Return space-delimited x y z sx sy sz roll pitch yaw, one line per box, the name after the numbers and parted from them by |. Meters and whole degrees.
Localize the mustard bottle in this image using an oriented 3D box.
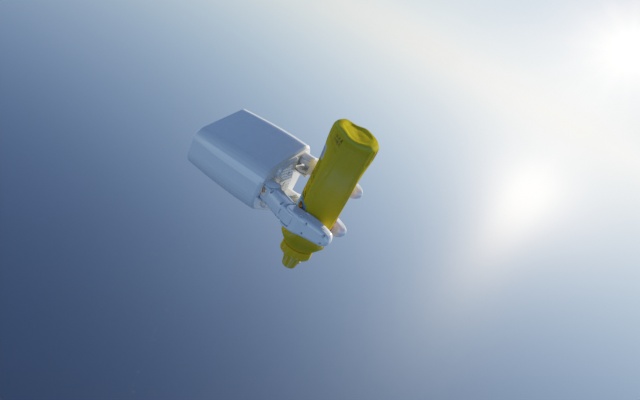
0.001 0.002 0.567 0.058 0.192 0.096 24 22 -10 | mustard bottle
